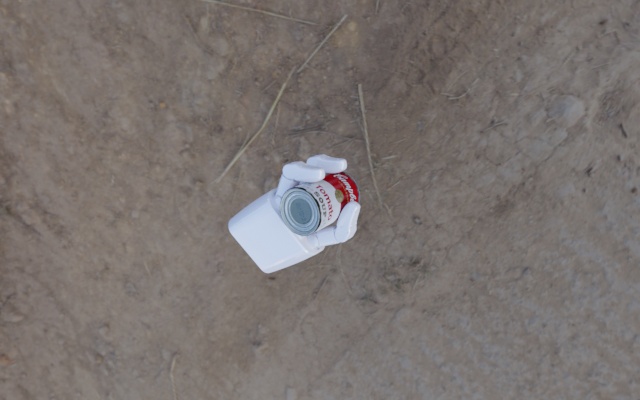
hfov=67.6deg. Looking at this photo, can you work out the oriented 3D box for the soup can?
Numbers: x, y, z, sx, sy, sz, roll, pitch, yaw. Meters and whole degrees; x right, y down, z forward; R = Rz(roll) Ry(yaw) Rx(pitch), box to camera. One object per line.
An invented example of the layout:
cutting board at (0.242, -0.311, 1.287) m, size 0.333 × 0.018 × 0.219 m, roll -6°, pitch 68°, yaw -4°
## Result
soup can at (0.000, 0.002, 0.659) m, size 0.068 × 0.068 × 0.102 m, roll 0°, pitch 15°, yaw 35°
